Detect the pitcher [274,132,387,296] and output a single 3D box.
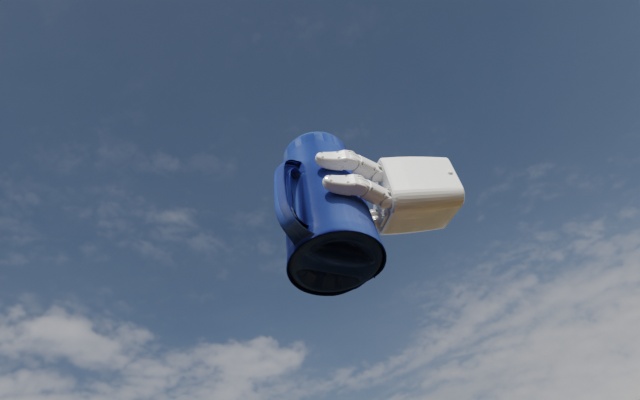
[{"bbox_3d":[0.000,0.002,0.699,0.145,0.149,0.242,-2,43,-9],"label":"pitcher"}]
